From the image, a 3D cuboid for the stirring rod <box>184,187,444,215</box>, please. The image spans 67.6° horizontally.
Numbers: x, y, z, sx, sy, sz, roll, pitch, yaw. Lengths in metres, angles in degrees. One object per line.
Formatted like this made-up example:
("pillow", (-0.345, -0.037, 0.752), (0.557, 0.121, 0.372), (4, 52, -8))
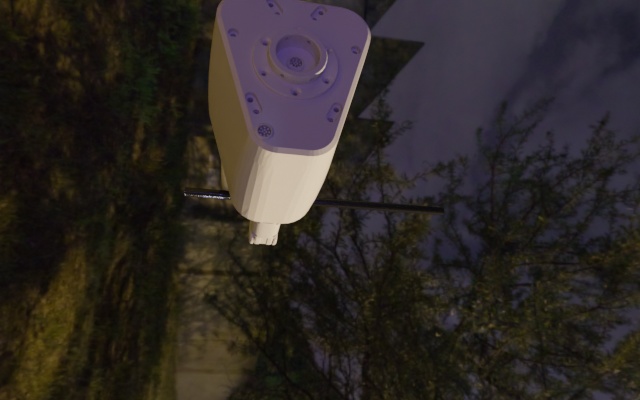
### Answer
("stirring rod", (0.000, 0.001, 0.437), (0.239, 0.011, 0.011), (4, -1, -11))
